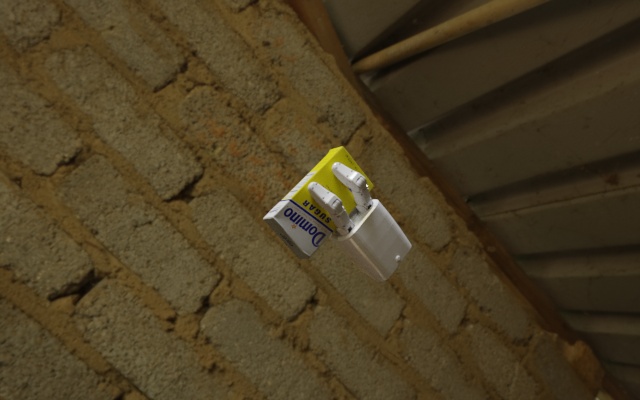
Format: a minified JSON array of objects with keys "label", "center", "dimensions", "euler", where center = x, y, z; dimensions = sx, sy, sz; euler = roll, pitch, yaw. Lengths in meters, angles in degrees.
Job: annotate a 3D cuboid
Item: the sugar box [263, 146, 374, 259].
[{"label":"sugar box","center":[0.001,0.003,0.781],"dimensions":[0.176,0.093,0.048],"euler":[-48,17,-25]}]
